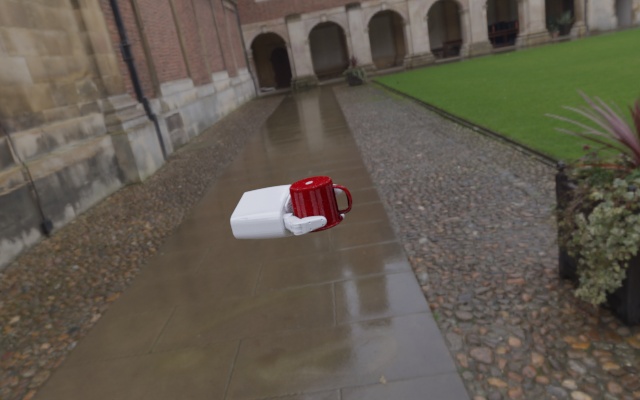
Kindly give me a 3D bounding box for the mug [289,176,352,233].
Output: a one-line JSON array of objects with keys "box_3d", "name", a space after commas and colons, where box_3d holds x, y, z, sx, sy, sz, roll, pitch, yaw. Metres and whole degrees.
[{"box_3d": [0.001, 0.003, 0.878, 0.117, 0.081, 0.093, -7, 17, 17], "name": "mug"}]
